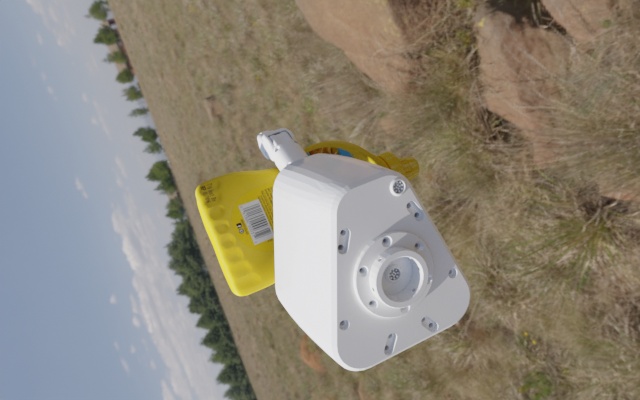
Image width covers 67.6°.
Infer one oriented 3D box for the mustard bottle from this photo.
[{"bbox_3d":[0.000,0.001,0.407,0.191,0.096,0.058,-21,-10,-16],"label":"mustard bottle"}]
